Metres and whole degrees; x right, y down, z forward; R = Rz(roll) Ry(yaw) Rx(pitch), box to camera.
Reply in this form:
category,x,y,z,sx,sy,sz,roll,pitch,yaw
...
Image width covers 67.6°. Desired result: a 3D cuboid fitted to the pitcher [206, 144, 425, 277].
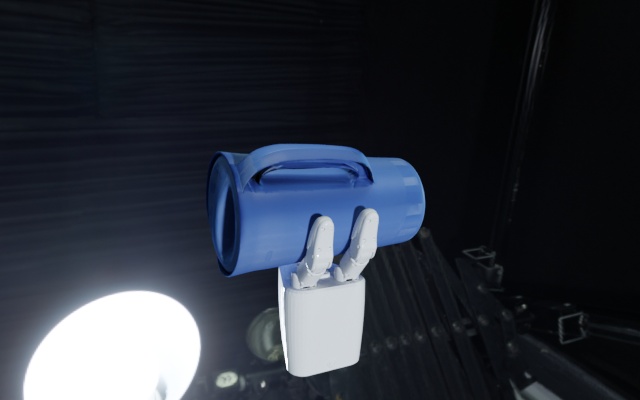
category,x,y,z,sx,sy,sz,roll,pitch,yaw
pitcher,0.000,0.002,0.548,0.243,0.145,0.149,-5,13,-26
